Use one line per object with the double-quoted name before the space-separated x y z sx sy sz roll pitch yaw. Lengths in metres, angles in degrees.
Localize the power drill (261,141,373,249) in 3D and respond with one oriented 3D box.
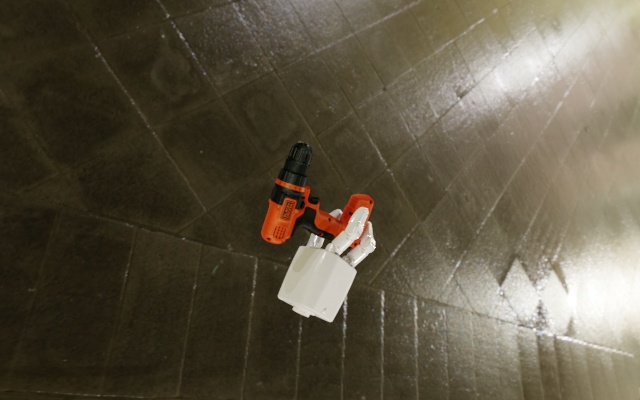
"power drill" 0.000 0.003 0.864 0.188 0.184 0.057 17 8 -26
